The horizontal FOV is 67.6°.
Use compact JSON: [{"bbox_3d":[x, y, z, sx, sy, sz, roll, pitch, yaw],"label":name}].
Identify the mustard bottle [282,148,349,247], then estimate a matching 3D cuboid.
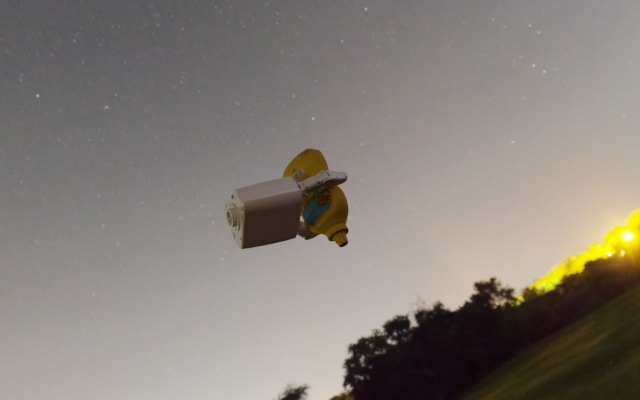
[{"bbox_3d":[0.000,0.003,0.877,0.058,0.191,0.096,7,-43,-48],"label":"mustard bottle"}]
